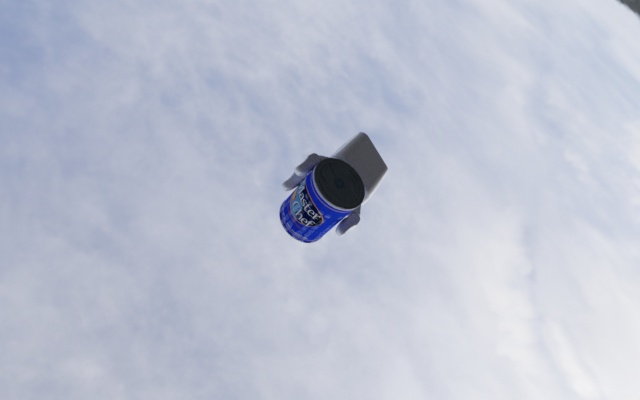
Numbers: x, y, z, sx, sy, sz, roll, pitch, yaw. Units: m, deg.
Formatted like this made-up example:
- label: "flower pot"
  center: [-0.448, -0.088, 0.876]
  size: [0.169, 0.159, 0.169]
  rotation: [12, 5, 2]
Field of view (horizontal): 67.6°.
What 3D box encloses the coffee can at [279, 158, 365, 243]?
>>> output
- label: "coffee can"
  center: [0.000, 0.003, 0.870]
  size: [0.103, 0.102, 0.140]
  rotation: [0, -28, -34]
